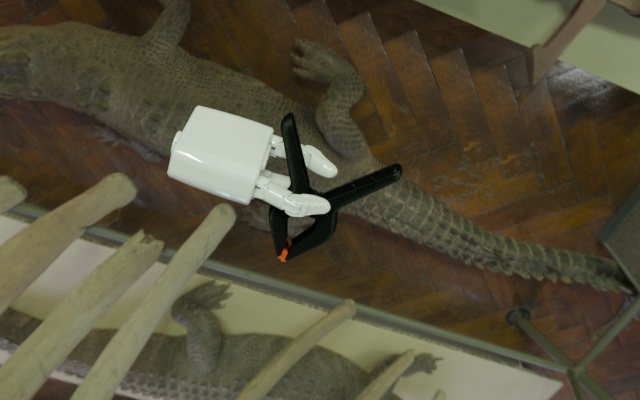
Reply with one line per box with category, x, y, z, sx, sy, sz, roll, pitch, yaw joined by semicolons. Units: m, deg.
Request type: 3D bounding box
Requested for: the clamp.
clamp;0.000;0.003;0.634;0.164;0.210;0.036;18;31;-7
